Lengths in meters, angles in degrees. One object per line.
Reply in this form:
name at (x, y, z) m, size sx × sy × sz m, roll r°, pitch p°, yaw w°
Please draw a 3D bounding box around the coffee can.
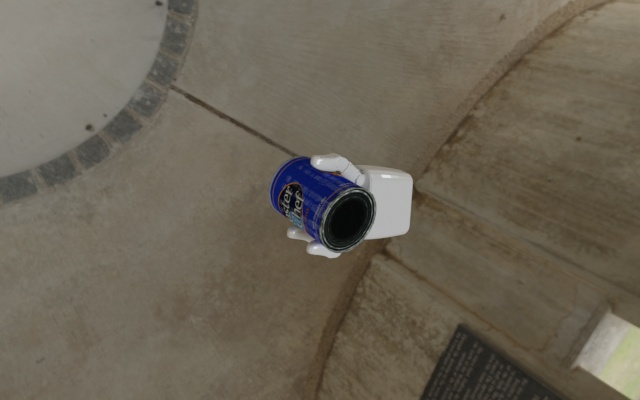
coffee can at (0.000, 0.002, 0.720) m, size 0.103 × 0.103 × 0.140 m, roll 0°, pitch 22°, yaw -39°
